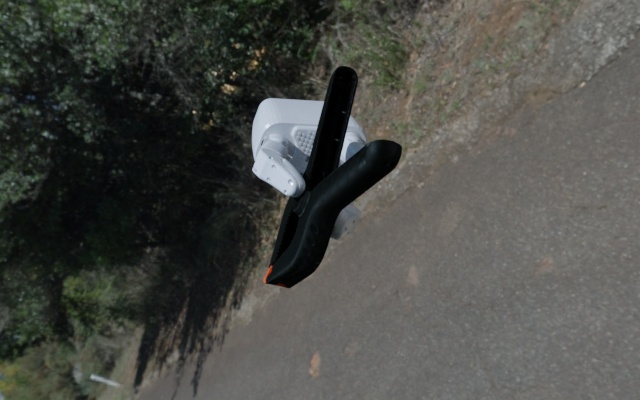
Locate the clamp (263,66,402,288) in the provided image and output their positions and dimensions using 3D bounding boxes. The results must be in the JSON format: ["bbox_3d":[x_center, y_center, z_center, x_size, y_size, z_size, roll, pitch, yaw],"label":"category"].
[{"bbox_3d":[-0.001,0.001,0.408,0.036,0.210,0.164,16,22,-18],"label":"clamp"}]
